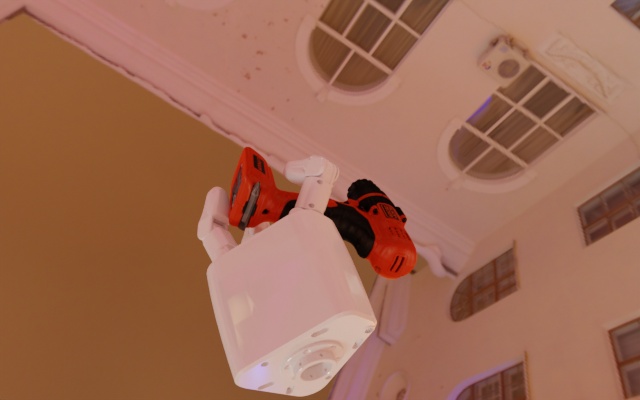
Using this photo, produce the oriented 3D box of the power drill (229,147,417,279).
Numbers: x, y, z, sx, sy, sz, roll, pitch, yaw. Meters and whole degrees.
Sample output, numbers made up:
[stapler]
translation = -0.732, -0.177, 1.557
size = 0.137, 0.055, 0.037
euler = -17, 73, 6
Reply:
[power drill]
translation = 0.000, 0.002, 0.512
size = 0.187, 0.057, 0.184
euler = 16, 20, -15
